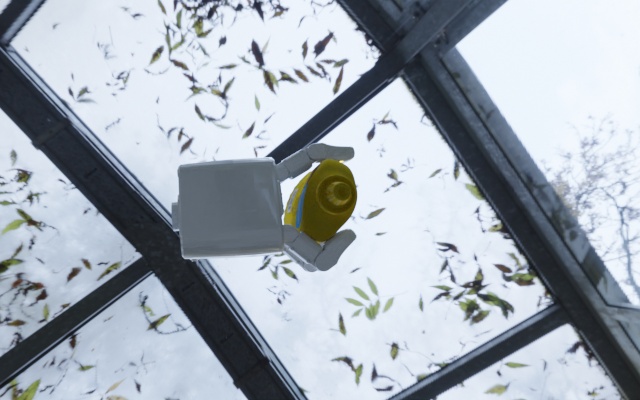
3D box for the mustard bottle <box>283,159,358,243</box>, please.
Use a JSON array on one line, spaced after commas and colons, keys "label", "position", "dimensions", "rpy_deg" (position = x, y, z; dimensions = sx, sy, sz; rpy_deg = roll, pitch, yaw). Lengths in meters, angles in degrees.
[{"label": "mustard bottle", "position": [0.000, 0.002, 0.559], "dimensions": [0.058, 0.096, 0.191], "rpy_deg": [22, -11, -9]}]
